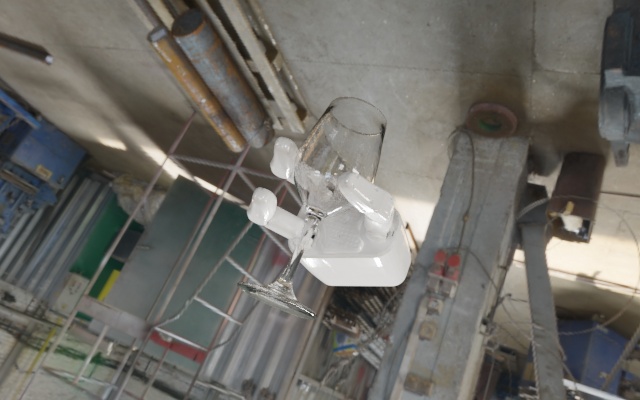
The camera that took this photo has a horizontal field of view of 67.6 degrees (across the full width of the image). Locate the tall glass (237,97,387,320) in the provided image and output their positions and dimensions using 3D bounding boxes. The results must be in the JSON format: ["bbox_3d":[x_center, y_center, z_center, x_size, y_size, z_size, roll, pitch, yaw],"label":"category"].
[{"bbox_3d":[0.000,0.002,0.441,0.079,0.201,0.079,21,-20,8],"label":"tall glass"}]
